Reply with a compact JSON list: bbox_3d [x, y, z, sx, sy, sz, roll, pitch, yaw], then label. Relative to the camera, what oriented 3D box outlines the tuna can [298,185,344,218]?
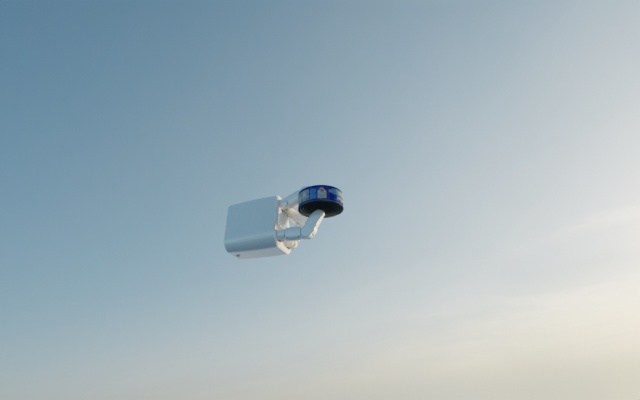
[{"bbox_3d":[0.000,0.002,0.897,0.086,0.033,0.086,-1,-24,-1],"label":"tuna can"}]
